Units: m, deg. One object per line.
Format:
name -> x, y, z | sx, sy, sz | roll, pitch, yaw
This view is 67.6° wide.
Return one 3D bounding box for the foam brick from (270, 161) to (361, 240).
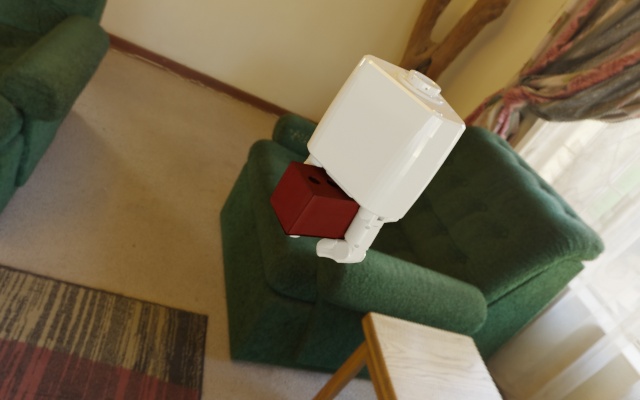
foam brick -> 0.000, 0.002, 0.465 | 0.078, 0.051, 0.053 | 8, 37, -38
